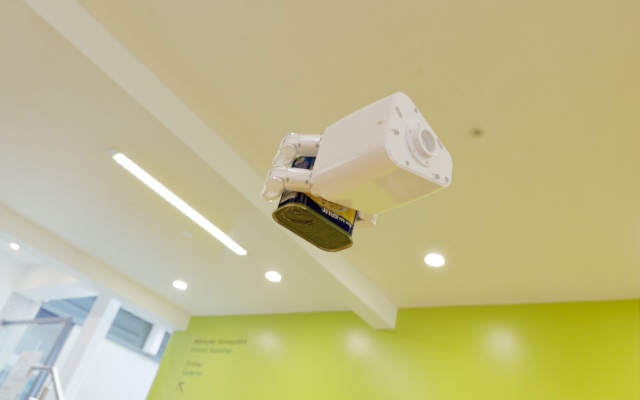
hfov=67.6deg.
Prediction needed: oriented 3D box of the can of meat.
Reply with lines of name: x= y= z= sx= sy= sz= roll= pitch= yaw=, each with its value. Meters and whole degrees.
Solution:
can of meat: x=0.000 y=0.002 z=0.588 sx=0.102 sy=0.084 sz=0.057 roll=34 pitch=-36 yaw=-26
